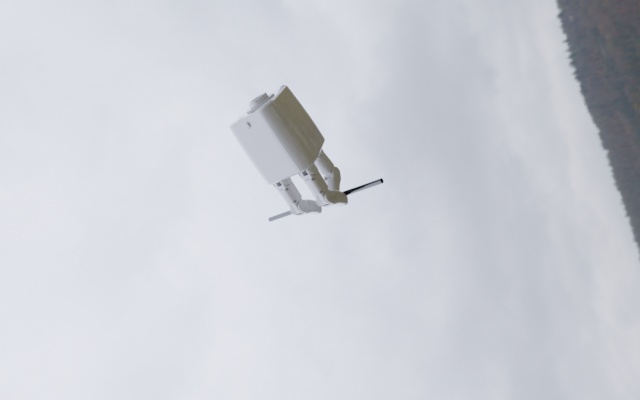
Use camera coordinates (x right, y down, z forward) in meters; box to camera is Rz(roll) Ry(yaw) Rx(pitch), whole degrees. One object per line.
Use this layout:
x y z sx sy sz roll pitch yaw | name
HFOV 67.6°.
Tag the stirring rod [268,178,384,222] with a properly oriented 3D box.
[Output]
0.000 0.002 0.766 0.239 0.011 0.011 -19 -12 39 | stirring rod
